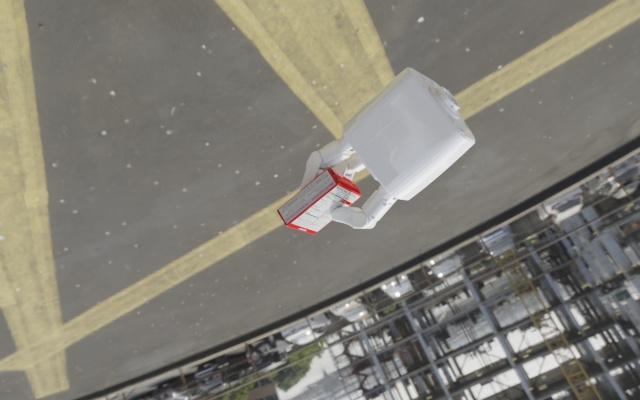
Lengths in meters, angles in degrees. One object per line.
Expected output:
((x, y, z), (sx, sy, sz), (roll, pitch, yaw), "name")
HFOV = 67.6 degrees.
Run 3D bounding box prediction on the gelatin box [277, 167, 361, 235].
((0.000, 0.003, 0.609), (0.089, 0.030, 0.073), (-40, -26, 15), "gelatin box")
